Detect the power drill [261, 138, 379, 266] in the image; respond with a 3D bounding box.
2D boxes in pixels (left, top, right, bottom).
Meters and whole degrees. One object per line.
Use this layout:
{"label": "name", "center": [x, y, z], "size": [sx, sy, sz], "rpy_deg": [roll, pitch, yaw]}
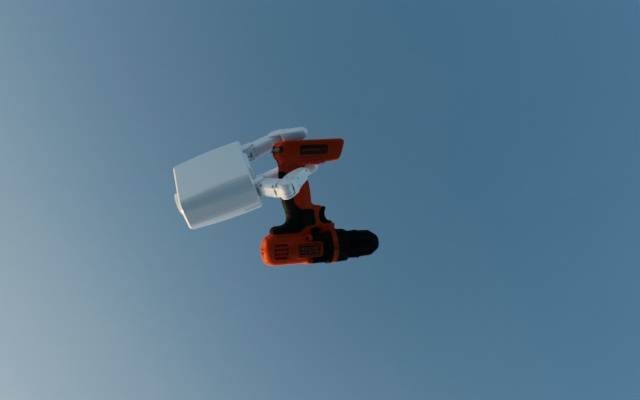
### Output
{"label": "power drill", "center": [0.000, 0.002, 0.715], "size": [0.184, 0.187, 0.057], "rpy_deg": [-3, 3, -20]}
